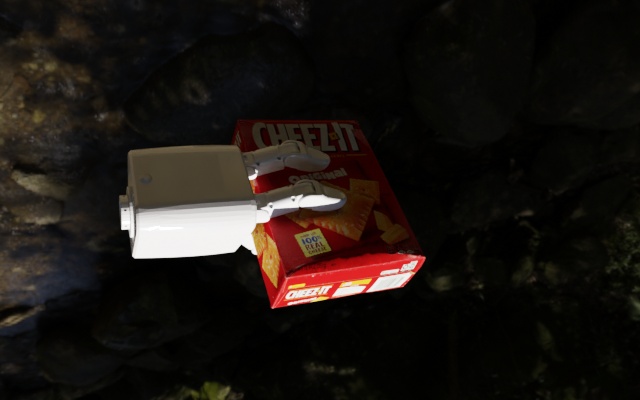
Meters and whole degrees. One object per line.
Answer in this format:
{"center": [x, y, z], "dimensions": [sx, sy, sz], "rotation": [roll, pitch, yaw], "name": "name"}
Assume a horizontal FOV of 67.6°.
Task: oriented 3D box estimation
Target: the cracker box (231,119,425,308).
{"center": [0.000, 0.002, 0.544], "dimensions": [0.164, 0.213, 0.072], "rotation": [-4, -36, -25], "name": "cracker box"}
